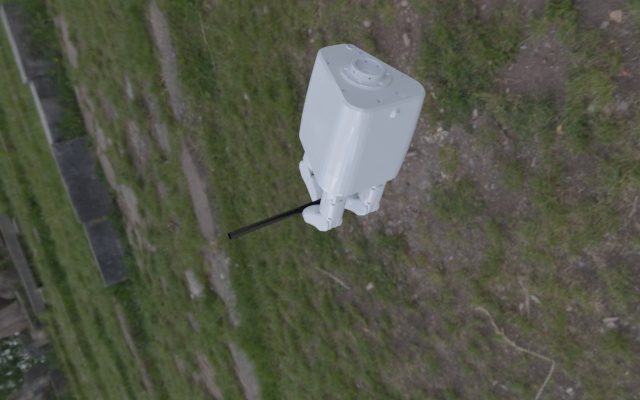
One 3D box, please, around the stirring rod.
[{"bbox_3d":[0.000,0.002,0.575,0.239,0.011,0.011,-20,10,-29],"label":"stirring rod"}]
